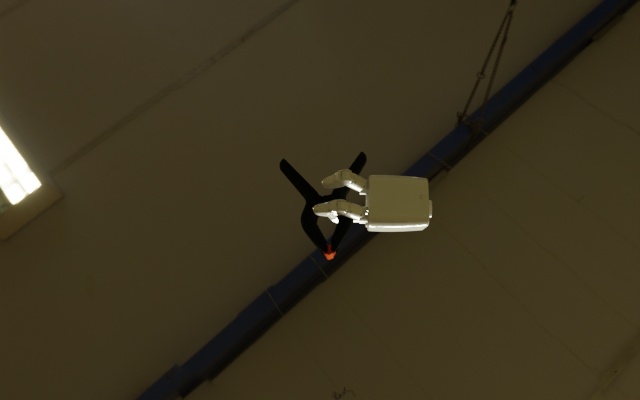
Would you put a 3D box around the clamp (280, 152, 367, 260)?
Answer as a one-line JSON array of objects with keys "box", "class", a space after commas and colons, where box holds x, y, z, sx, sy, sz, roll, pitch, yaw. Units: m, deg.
[{"box": [0.000, 0.004, 0.869, 0.164, 0.210, 0.036, 1, -25, 6], "class": "clamp"}]
